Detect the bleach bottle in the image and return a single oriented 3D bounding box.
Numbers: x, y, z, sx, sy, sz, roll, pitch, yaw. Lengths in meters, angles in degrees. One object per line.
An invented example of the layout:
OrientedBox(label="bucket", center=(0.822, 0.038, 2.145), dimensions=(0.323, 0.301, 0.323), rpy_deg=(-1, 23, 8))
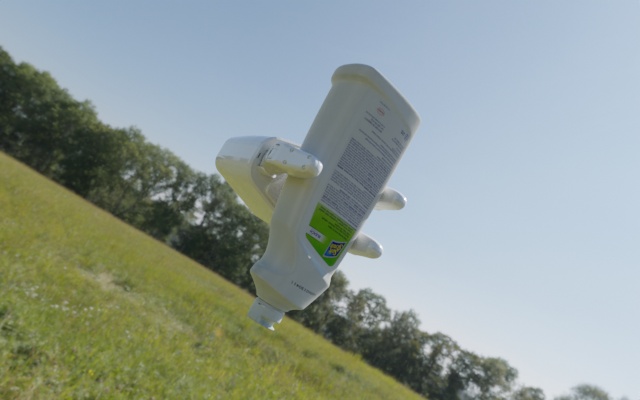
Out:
OrientedBox(label="bleach bottle", center=(0.000, 0.002, 0.456), dimensions=(0.103, 0.251, 0.068), rpy_deg=(36, -11, -33))
